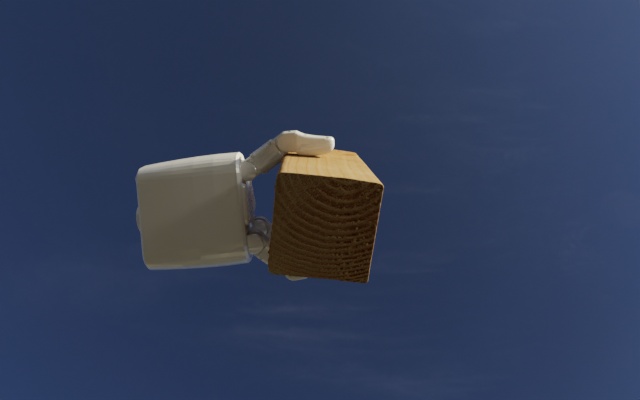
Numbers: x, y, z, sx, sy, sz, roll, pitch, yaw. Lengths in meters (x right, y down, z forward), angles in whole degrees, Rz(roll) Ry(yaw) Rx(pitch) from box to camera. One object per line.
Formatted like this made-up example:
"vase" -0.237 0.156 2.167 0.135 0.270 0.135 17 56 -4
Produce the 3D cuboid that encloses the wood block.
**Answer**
"wood block" 0.000 0.001 0.497 0.090 0.091 0.206 6 13 -4
